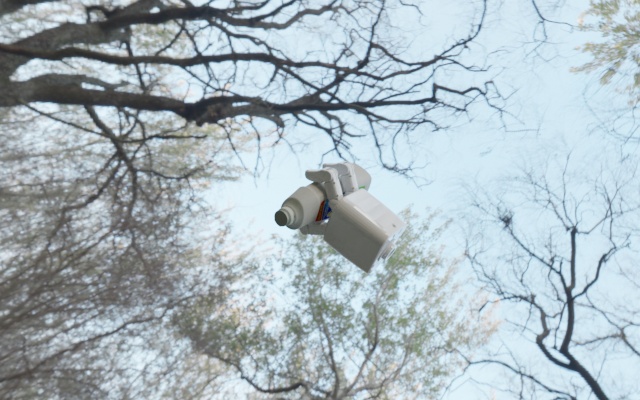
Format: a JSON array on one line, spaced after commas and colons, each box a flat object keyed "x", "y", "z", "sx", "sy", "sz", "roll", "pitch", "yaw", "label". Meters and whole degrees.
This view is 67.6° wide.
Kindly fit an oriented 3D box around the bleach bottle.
[{"x": 0.000, "y": 0.003, "z": 0.876, "sx": 0.068, "sy": 0.103, "sz": 0.250, "roll": 39, "pitch": 33, "yaw": 18, "label": "bleach bottle"}]
